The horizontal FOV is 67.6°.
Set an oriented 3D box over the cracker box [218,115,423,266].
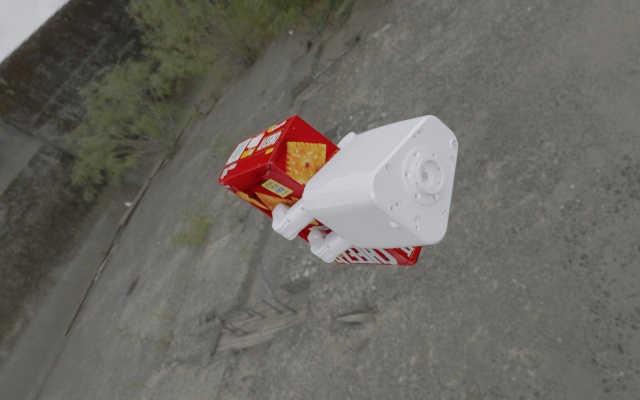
[{"bbox_3d":[0.000,0.002,0.578,0.214,0.072,0.164,36,-21,-23],"label":"cracker box"}]
